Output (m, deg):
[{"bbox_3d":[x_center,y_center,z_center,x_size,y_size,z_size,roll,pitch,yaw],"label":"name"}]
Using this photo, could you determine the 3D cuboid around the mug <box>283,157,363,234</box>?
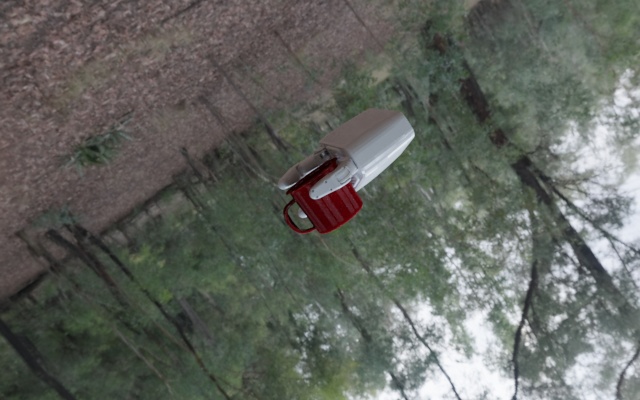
[{"bbox_3d":[-0.001,0.003,0.705,0.117,0.081,0.093,-38,9,-14],"label":"mug"}]
